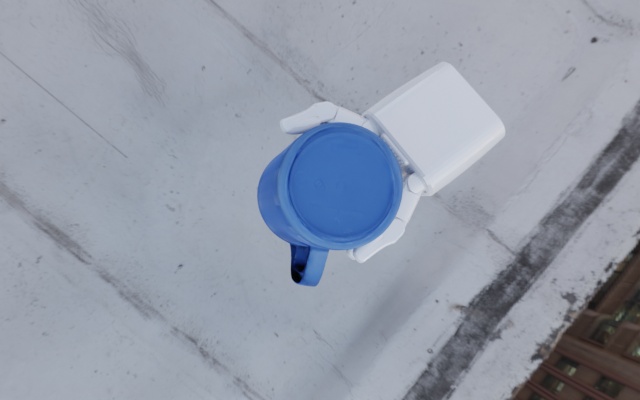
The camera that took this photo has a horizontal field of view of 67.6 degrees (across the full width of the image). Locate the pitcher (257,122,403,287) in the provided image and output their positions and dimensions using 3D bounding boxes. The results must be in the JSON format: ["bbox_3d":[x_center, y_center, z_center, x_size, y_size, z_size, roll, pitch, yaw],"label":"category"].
[{"bbox_3d":[0.000,0.002,0.508,0.145,0.149,0.243,-35,3,-7],"label":"pitcher"}]
